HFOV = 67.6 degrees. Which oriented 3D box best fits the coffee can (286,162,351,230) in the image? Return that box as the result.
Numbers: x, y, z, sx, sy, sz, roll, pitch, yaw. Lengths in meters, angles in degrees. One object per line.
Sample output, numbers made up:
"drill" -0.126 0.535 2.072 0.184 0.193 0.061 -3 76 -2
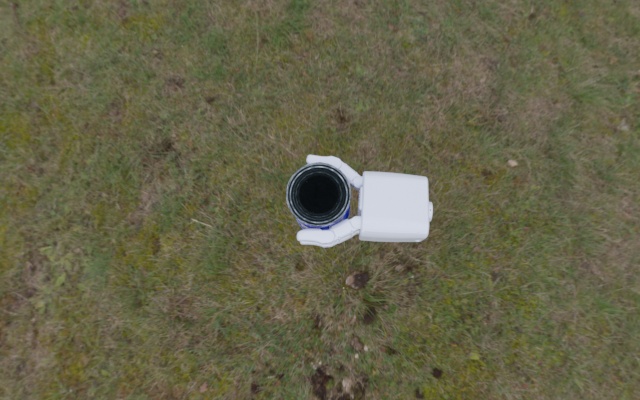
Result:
"coffee can" 0.000 0.003 0.809 0.103 0.102 0.140 0 -10 3
